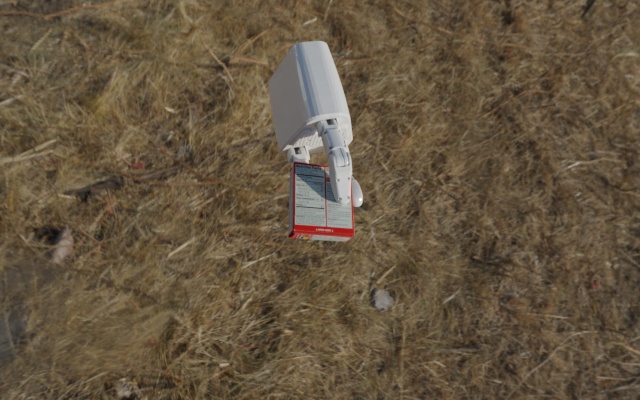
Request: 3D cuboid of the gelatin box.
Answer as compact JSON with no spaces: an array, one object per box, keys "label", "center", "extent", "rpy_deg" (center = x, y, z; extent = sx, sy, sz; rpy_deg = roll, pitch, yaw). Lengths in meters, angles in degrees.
[{"label":"gelatin box","center":[0.000,0.002,0.565],"extent":[0.073,0.089,0.030],"rpy_deg":[5,-23,-16]}]
